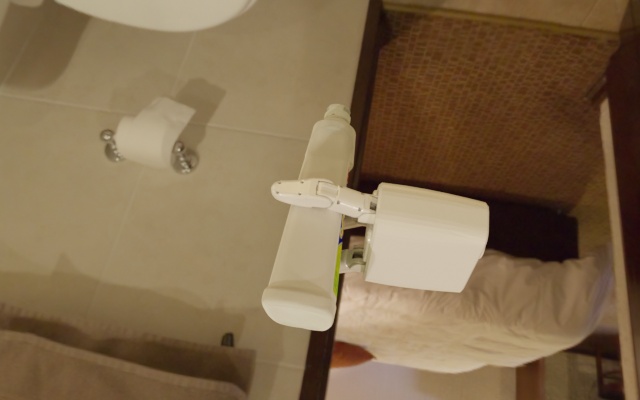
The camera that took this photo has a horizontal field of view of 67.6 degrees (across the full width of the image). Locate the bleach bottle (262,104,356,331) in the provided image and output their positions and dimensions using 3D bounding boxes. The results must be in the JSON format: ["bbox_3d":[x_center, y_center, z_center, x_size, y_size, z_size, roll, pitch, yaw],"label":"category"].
[{"bbox_3d":[0.000,0.002,0.506,0.068,0.250,0.103,8,-25,5],"label":"bleach bottle"}]
